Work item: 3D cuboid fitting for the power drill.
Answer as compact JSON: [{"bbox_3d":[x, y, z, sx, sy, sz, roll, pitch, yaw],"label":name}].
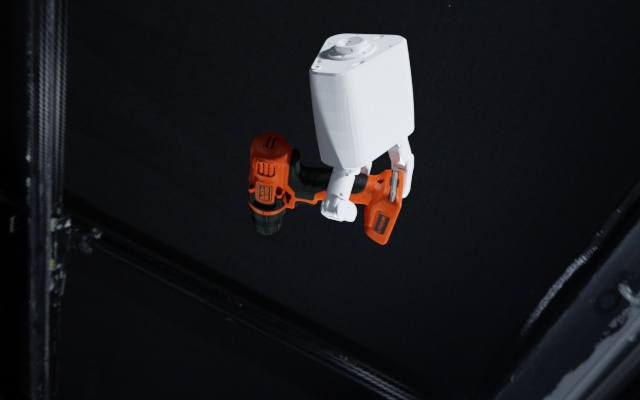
[{"bbox_3d":[0.001,0.002,0.601,0.187,0.057,0.185,11,-34,0],"label":"power drill"}]
